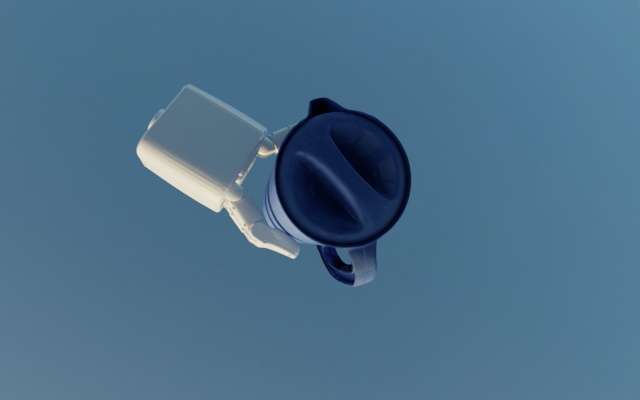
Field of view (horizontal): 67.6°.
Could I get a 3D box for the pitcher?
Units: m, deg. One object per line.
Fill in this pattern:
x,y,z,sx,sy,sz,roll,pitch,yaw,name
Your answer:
0.000,0.002,0.554,0.145,0.149,0.243,30,-12,-7,pitcher
